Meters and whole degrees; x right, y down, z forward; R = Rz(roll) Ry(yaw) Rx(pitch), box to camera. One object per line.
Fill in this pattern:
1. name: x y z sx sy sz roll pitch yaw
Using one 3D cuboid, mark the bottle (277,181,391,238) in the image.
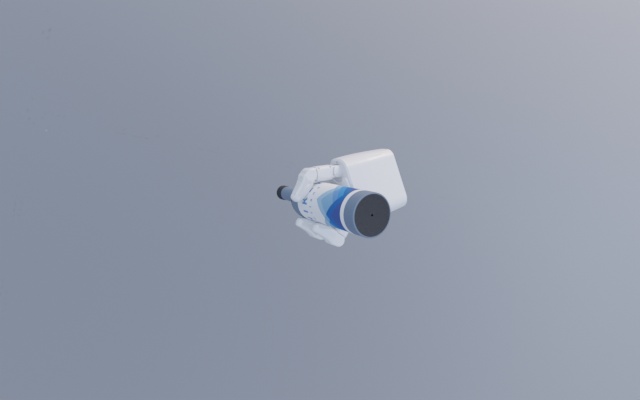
1. bottle: 0.000 0.003 0.799 0.069 0.069 0.295 0 7 -30
